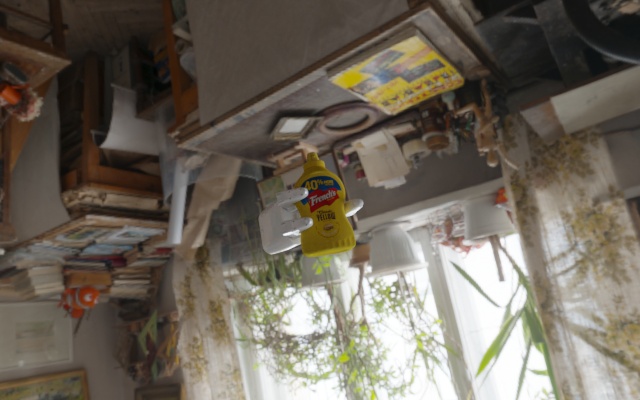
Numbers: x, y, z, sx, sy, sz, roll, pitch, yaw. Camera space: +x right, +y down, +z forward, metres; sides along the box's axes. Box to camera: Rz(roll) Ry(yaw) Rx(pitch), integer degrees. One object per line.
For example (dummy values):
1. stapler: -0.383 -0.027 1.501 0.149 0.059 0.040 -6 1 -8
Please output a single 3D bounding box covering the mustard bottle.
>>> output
1. mustard bottle: 0.000 0.003 0.877 0.096 0.191 0.058 -8 -15 -11
